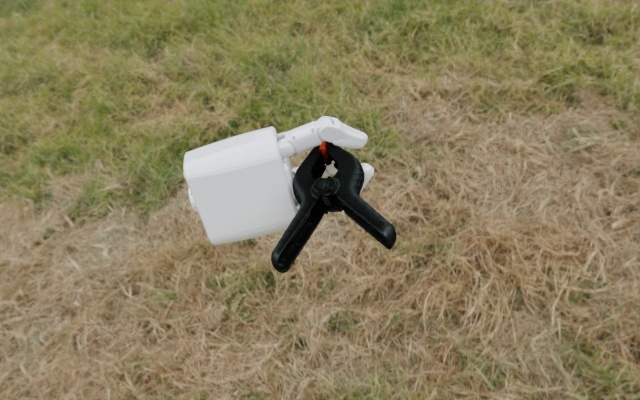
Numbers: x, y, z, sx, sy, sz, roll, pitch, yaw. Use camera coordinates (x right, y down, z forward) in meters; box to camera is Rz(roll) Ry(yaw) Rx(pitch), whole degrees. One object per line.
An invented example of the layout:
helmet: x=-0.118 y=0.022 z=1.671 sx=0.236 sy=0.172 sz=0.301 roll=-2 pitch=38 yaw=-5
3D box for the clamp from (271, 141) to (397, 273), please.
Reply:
clamp: x=0.000 y=0.001 z=0.495 sx=0.120 sy=0.039 sz=0.171 roll=-16 pitch=41 yaw=1
